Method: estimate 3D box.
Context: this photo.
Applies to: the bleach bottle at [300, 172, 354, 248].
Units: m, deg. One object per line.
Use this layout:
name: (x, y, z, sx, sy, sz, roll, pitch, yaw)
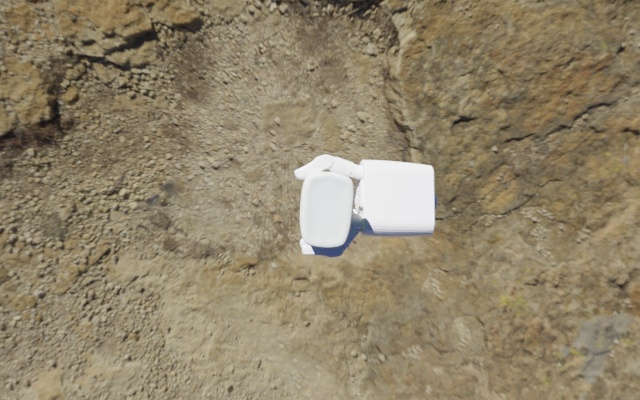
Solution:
bleach bottle: (0.000, 0.002, 0.729, 0.068, 0.102, 0.251, 4, 6, -4)
